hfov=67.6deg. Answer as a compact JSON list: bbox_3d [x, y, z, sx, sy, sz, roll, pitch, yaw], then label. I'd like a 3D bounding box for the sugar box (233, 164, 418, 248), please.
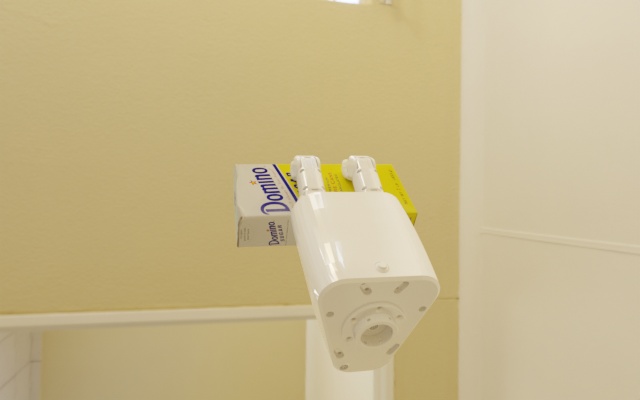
[{"bbox_3d":[0.000,0.001,0.495,0.176,0.048,0.093,1,37,-14],"label":"sugar box"}]
